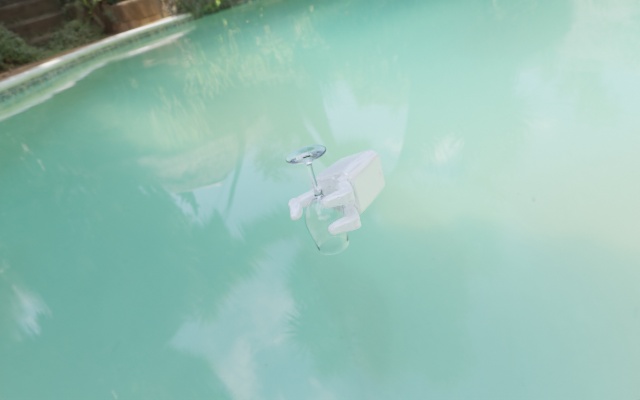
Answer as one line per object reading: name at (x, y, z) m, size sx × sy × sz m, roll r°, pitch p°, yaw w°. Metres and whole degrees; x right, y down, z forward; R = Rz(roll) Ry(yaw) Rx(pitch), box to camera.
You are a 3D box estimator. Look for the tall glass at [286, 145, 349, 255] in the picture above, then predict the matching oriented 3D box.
tall glass at (0.000, 0.002, 0.883) m, size 0.079 × 0.201 × 0.079 m, roll -13°, pitch 27°, yaw 7°
